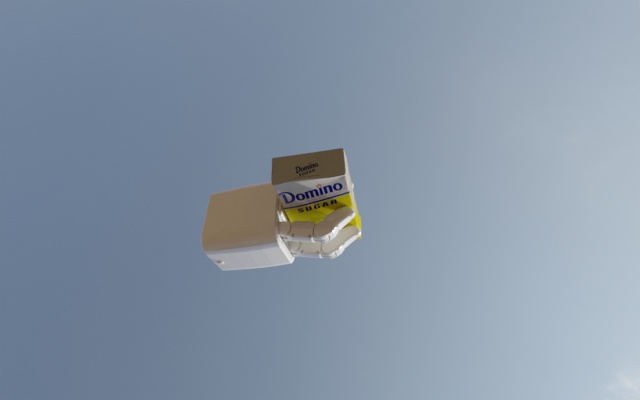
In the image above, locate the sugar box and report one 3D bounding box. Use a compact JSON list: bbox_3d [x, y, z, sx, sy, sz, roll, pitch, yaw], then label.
[{"bbox_3d":[0.000,0.003,0.646,0.093,0.048,0.176,-8,-29,8],"label":"sugar box"}]
